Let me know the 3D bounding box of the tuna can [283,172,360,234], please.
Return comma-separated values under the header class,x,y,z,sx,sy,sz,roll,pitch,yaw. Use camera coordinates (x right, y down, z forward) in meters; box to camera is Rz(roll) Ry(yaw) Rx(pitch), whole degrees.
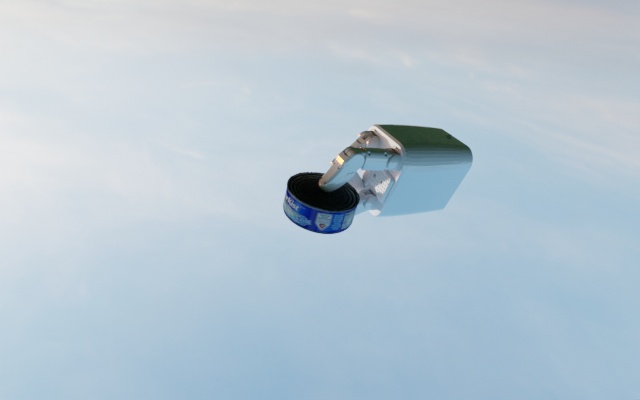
class,x,y,z,sx,sy,sz,roll,pitch,yaw
tuna can,0.000,0.002,0.554,0.086,0.034,0.086,11,30,-6
